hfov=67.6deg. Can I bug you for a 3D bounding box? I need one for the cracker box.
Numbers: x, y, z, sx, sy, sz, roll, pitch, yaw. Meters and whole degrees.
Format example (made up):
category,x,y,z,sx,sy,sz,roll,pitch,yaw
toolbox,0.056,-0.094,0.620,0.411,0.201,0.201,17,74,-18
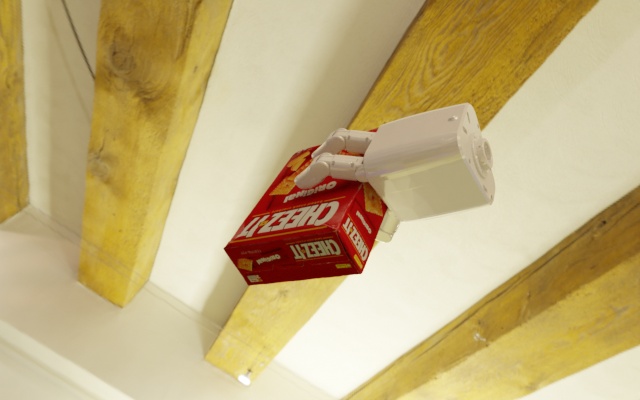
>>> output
category,x,y,z,sx,sy,sz,roll,pitch,yaw
cracker box,0.000,0.002,0.601,0.164,0.072,0.213,-12,30,33
